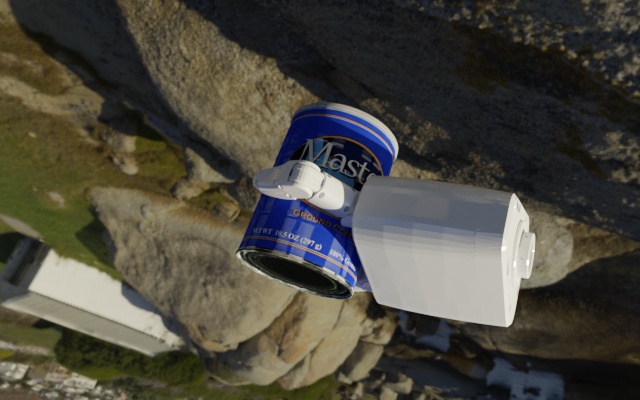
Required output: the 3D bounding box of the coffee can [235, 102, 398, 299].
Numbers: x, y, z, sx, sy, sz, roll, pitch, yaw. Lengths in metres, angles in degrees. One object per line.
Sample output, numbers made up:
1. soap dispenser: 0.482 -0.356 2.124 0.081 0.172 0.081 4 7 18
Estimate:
1. coffee can: 0.000 0.001 0.417 0.103 0.140 0.103 17 -22 7
